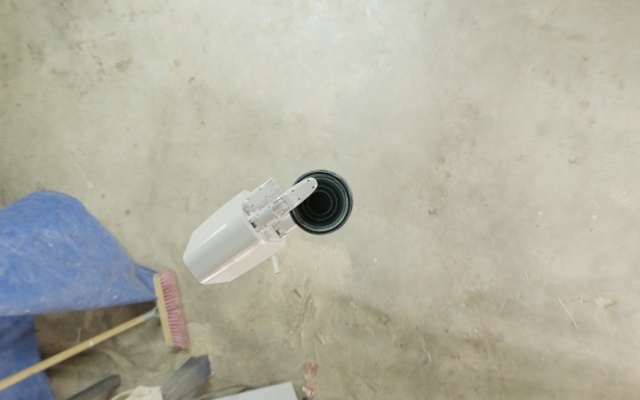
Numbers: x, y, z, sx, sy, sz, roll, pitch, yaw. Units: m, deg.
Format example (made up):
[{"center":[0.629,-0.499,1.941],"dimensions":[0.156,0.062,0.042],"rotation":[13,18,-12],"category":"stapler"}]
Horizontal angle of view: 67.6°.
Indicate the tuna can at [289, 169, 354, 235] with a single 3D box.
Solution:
[{"center":[0.000,0.002,0.625],"dimensions":[0.086,0.086,0.034],"rotation":[0,4,5],"category":"tuna can"}]
